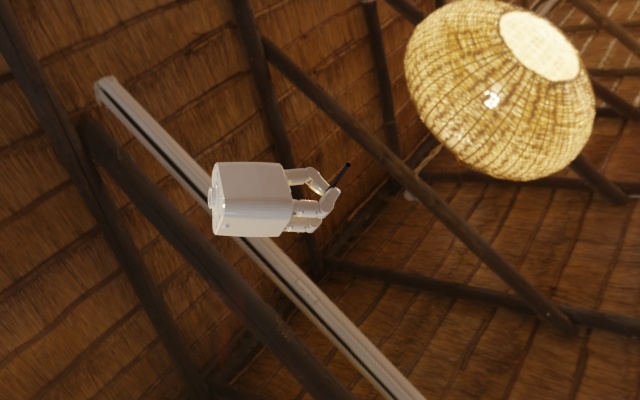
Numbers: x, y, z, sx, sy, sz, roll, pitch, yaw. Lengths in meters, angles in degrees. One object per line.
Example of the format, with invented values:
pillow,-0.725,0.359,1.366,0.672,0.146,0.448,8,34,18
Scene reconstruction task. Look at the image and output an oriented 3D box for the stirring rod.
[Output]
stirring rod,0.000,0.003,0.817,0.011,0.011,0.240,0,-28,-23
